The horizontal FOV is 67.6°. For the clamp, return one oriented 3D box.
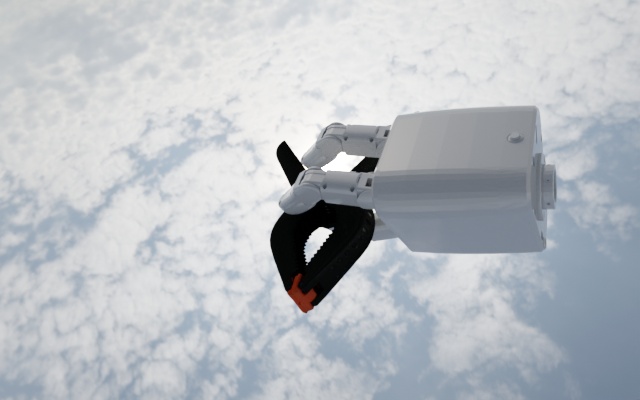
[{"bbox_3d":[0.000,0.002,0.432,0.164,0.209,0.036,-3,-44,33],"label":"clamp"}]
